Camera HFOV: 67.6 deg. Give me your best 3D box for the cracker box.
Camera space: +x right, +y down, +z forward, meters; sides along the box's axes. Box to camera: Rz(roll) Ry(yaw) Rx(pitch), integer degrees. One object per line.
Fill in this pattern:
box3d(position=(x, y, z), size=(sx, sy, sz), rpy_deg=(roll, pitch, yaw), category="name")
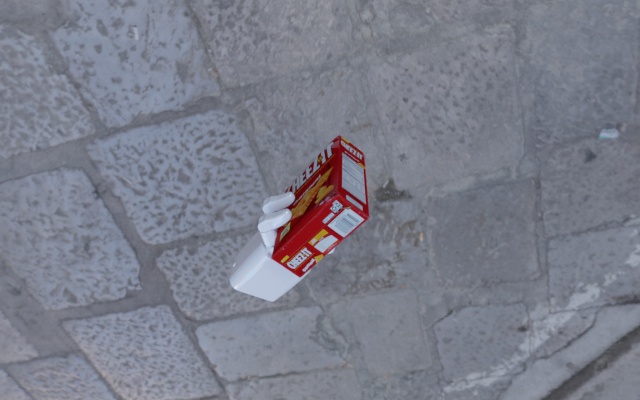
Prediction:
box3d(position=(0.000, 0.003, 0.817), size=(0.072, 0.164, 0.213), rpy_deg=(37, 27, -19), category="cracker box")
